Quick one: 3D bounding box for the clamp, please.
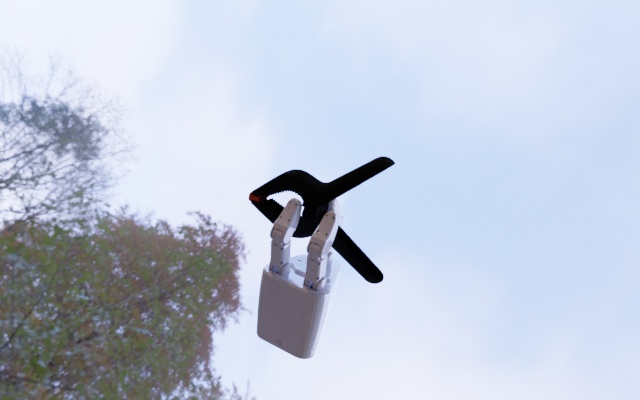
[{"bbox_3d":[0.000,0.002,0.624,0.210,0.165,0.036,19,22,24],"label":"clamp"}]
